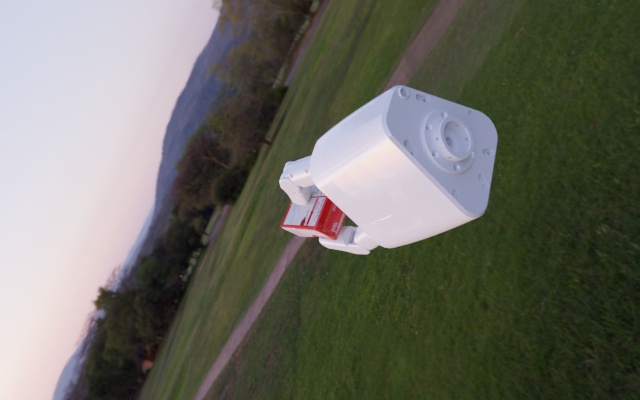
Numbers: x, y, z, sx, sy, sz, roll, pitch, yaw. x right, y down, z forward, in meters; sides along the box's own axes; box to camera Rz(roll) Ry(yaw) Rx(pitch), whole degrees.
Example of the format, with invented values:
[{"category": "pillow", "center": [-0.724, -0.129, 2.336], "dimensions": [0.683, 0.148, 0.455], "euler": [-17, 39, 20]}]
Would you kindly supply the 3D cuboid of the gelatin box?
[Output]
[{"category": "gelatin box", "center": [0.000, 0.001, 0.501], "dimensions": [0.030, 0.073, 0.089], "euler": [28, -14, -24]}]
